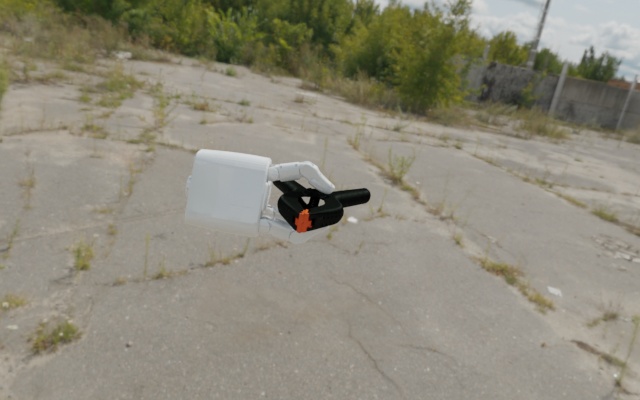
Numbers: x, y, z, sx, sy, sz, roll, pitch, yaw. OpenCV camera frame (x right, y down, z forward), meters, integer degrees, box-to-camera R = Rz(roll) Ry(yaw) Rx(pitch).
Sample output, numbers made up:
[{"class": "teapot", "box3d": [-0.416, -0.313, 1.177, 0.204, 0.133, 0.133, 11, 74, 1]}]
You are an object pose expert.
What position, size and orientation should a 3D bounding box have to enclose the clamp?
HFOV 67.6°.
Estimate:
[{"class": "clamp", "box3d": [0.000, 0.002, 0.709, 0.164, 0.036, 0.210, 8, 17, -2]}]
